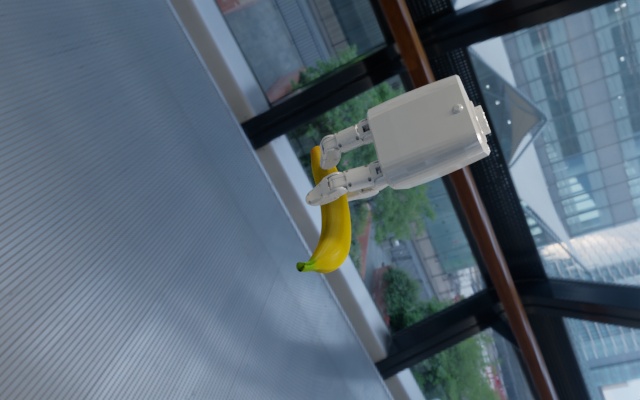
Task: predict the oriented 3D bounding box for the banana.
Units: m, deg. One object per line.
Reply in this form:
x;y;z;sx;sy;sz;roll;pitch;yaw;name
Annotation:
0.010;0.015;0.588;0.037;0.197;0.070;-23;-49;26;banana
